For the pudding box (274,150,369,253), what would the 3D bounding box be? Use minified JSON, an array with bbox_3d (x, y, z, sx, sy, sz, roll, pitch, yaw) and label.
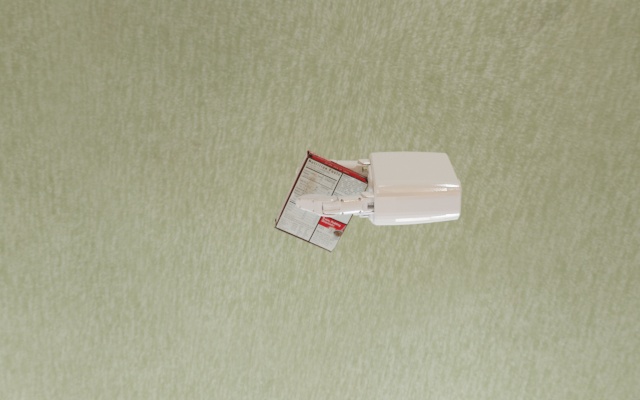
[{"bbox_3d":[0.000,0.002,0.638,0.090,0.113,0.039,25,15,-7],"label":"pudding box"}]
